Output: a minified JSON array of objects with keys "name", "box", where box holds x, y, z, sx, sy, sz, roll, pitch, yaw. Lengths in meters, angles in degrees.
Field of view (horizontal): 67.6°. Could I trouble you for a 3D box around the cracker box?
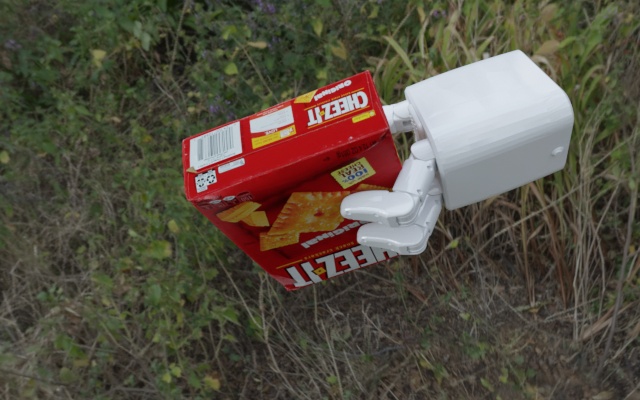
[{"name":"cracker box","box":[0.000,0.001,0.445,0.164,0.072,0.214,-19,-34,9]}]
